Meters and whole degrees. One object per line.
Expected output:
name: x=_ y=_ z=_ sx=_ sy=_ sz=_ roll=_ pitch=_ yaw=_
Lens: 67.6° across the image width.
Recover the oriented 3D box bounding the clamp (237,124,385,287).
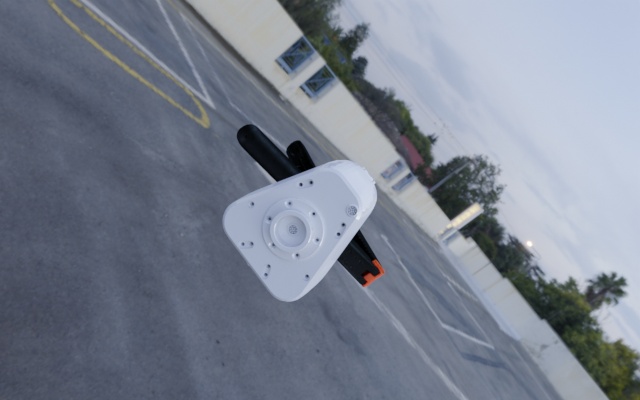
clamp: x=0.001 y=0.002 z=0.545 sx=0.036 sy=0.210 sz=0.164 roll=-38 pitch=-2 yaw=14
